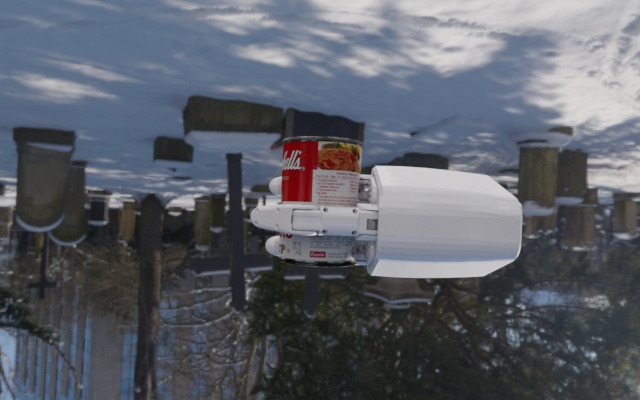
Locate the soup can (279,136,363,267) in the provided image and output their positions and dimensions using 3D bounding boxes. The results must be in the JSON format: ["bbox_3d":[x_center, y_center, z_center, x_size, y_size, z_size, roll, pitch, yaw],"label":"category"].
[{"bbox_3d":[0.000,0.002,0.403,0.068,0.102,0.068,3,-1,0],"label":"soup can"}]
